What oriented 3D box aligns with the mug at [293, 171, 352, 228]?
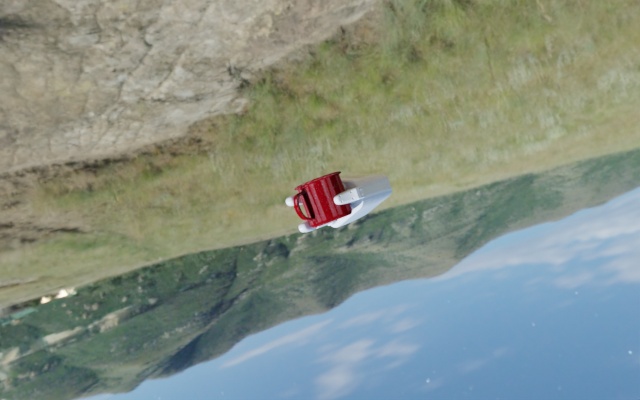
[{"bbox_3d":[-0.001,0.003,0.873,0.117,0.081,0.093,-18,-3,-43],"label":"mug"}]
